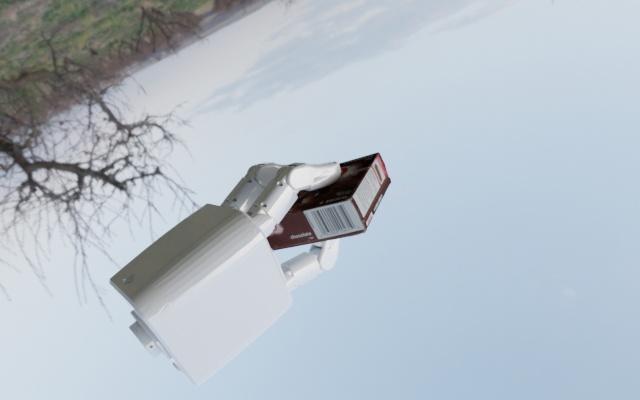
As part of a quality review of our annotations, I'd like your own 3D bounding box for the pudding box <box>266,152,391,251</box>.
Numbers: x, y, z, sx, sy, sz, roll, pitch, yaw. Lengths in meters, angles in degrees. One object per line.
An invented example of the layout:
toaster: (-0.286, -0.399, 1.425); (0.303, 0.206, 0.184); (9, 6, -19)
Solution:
pudding box: (0.000, 0.002, 0.446); (0.113, 0.039, 0.090); (-12, 26, 30)
